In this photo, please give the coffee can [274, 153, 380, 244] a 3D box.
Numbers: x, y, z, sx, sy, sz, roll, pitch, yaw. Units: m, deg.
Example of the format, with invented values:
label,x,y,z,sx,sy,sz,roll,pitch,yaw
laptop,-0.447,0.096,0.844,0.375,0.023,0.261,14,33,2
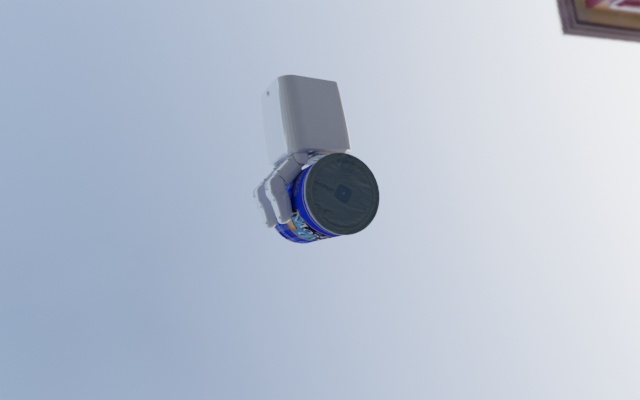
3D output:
label,x,y,z,sx,sy,sz,roll,pitch,yaw
coffee can,0.000,0.002,0.646,0.103,0.103,0.140,0,-9,-25
